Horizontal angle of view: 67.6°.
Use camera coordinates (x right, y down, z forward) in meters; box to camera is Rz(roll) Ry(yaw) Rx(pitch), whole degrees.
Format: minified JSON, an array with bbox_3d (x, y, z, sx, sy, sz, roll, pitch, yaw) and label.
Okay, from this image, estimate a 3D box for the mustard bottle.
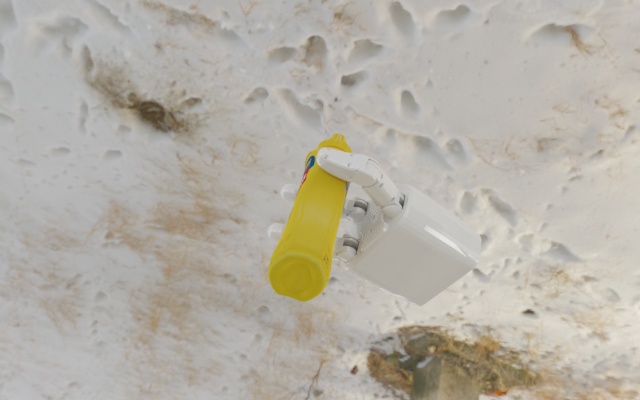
[{"bbox_3d":[0.000,0.002,0.499,0.058,0.191,0.096,17,-36,1],"label":"mustard bottle"}]
